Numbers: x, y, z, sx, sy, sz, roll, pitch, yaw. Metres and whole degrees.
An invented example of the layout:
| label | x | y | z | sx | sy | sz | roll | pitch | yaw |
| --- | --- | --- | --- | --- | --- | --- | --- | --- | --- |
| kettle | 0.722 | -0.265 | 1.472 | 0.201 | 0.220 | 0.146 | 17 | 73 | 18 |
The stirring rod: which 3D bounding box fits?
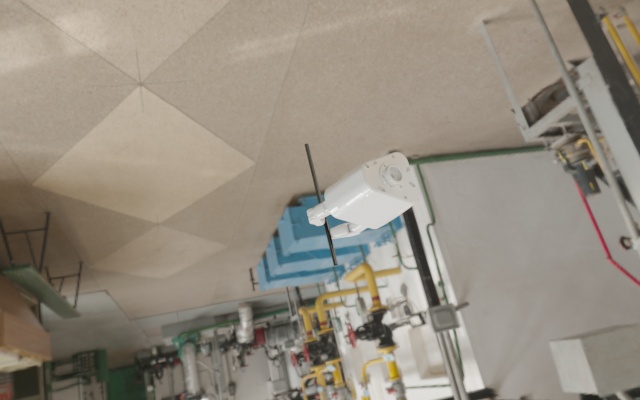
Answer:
| label | x | y | z | sx | sy | sz | roll | pitch | yaw |
| --- | --- | --- | --- | --- | --- | --- | --- | --- | --- |
| stirring rod | 0.000 | 0.003 | 0.878 | 0.011 | 0.239 | 0.011 | -12 | -19 | -4 |
